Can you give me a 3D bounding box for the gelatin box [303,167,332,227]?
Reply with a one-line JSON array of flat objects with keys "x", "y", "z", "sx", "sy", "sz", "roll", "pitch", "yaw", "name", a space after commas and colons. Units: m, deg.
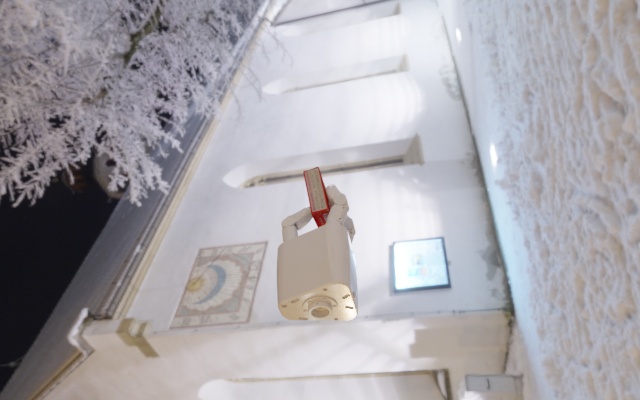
[{"x": 0.000, "y": 0.002, "z": 0.775, "sx": 0.030, "sy": 0.089, "sz": 0.073, "roll": -16, "pitch": -35, "yaw": 4, "name": "gelatin box"}]
